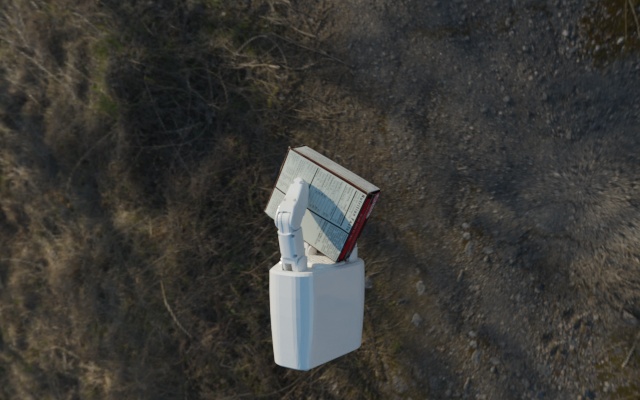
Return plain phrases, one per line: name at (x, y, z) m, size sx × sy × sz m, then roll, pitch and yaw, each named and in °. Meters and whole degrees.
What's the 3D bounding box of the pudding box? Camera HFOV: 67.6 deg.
pudding box at (0.000, 0.002, 0.535) m, size 0.113 × 0.090 × 0.039 m, roll 32°, pitch 21°, yaw 21°
